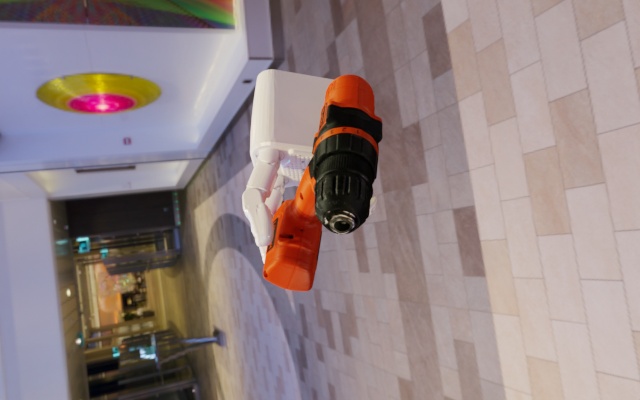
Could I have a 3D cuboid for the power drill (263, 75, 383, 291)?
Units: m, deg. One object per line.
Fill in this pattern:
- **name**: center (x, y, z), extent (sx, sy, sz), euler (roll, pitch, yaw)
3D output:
- **power drill**: center (0.000, 0.002, 0.437), extent (0.057, 0.184, 0.188), euler (20, -48, -9)
